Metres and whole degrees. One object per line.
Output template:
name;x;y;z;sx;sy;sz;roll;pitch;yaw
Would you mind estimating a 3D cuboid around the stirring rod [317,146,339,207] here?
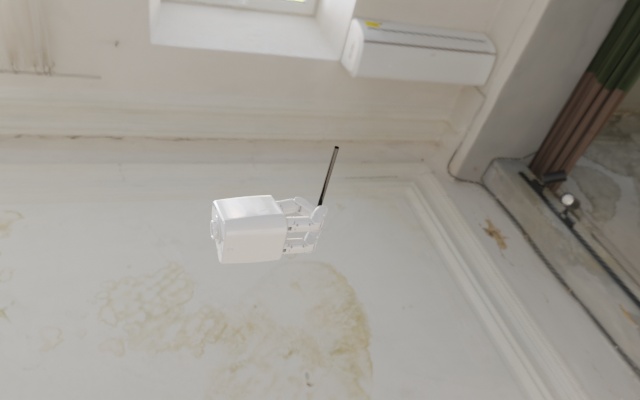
stirring rod;0.000;0.003;0.855;0.011;0.240;0.011;10;40;-8
